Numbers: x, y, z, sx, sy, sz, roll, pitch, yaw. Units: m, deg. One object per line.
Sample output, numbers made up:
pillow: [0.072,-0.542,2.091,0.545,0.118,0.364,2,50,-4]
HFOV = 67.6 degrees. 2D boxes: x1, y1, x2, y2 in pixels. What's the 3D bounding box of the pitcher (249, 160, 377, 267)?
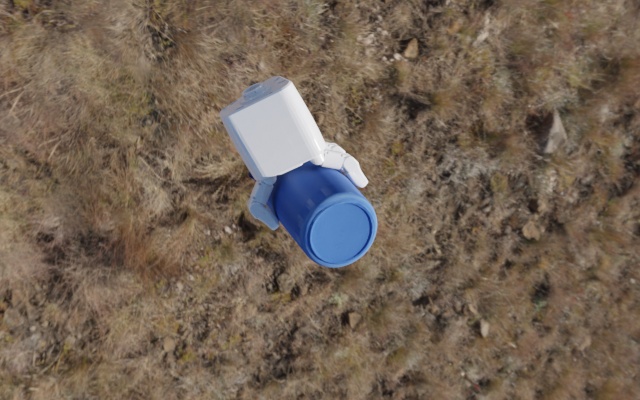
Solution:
pitcher: [0.000,0.002,0.726,0.149,0.145,0.242,-30,27,-6]
